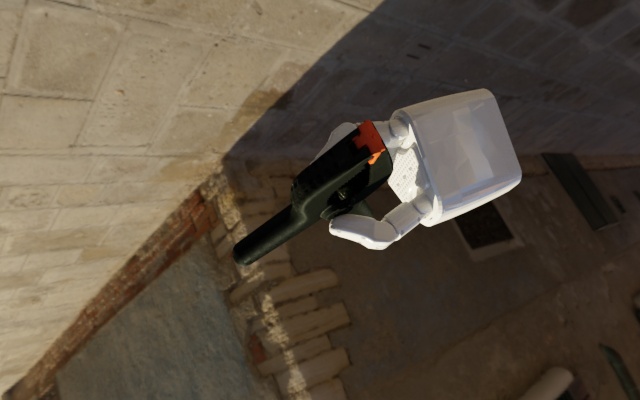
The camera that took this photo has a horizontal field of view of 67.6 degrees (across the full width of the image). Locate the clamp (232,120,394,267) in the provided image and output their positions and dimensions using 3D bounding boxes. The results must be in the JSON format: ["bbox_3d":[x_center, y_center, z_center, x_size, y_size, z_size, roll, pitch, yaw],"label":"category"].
[{"bbox_3d":[0.001,0.002,0.434,0.164,0.036,0.210,-21,-18,-19],"label":"clamp"}]
